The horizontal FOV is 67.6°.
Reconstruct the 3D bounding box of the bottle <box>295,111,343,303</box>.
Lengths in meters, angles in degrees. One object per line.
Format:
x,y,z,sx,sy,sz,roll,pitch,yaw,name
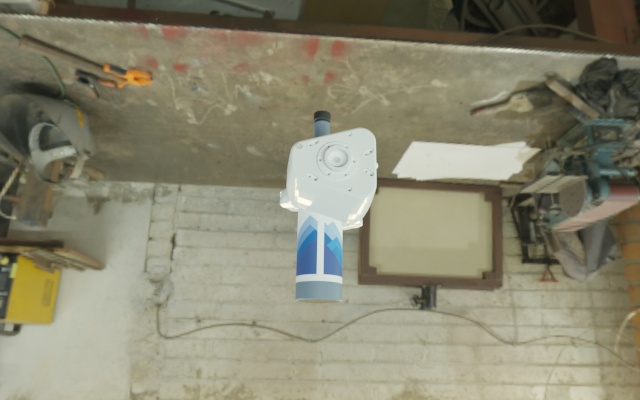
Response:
0.000,0.003,0.721,0.069,0.295,0.069,1,-17,0,bottle
